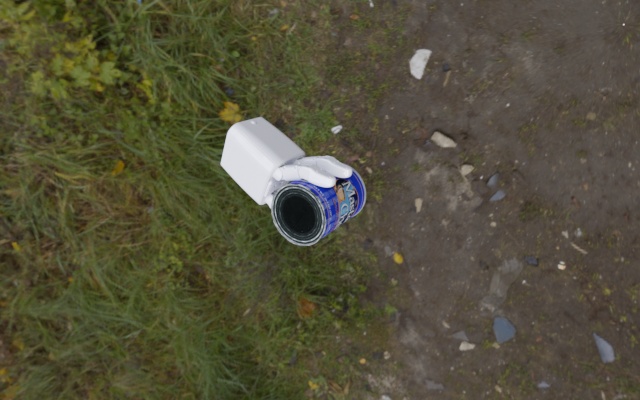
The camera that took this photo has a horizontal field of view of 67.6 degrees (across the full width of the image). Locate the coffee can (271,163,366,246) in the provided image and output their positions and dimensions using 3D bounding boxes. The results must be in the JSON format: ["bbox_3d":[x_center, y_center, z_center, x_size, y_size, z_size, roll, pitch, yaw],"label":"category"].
[{"bbox_3d":[0.000,0.003,0.795,0.103,0.103,0.140,0,17,32],"label":"coffee can"}]
